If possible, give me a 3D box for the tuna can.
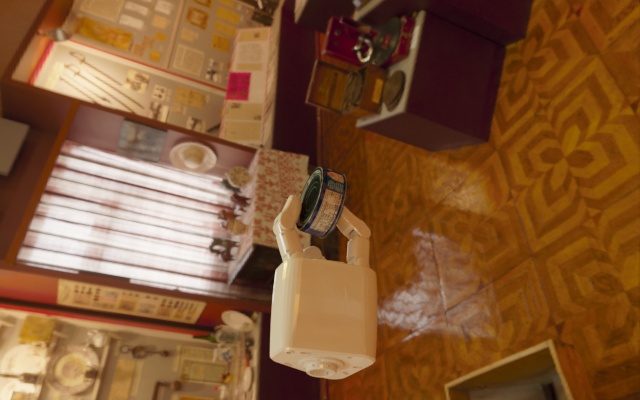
[{"bbox_3d":[0.000,0.002,0.595,0.034,0.086,0.086,19,-6,-17],"label":"tuna can"}]
